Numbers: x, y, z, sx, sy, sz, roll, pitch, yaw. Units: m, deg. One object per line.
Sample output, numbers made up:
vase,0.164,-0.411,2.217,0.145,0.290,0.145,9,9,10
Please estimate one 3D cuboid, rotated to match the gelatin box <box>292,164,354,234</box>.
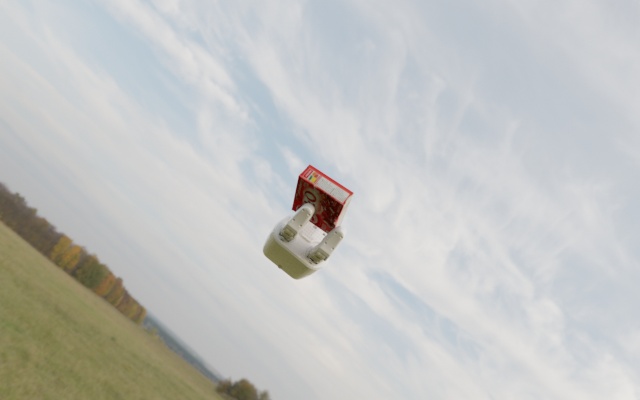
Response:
gelatin box,0.000,0.002,0.661,0.073,0.030,0.089,34,-33,11
